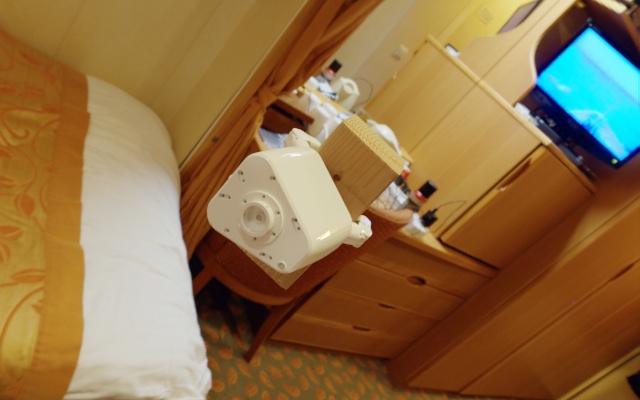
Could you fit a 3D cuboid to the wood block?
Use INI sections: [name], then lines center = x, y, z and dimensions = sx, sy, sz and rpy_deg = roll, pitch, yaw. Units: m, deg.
[wood block]
center = 0.000, 0.002, 0.601
dimensions = 0.206, 0.091, 0.090
rpy_deg = -47, 0, 21
